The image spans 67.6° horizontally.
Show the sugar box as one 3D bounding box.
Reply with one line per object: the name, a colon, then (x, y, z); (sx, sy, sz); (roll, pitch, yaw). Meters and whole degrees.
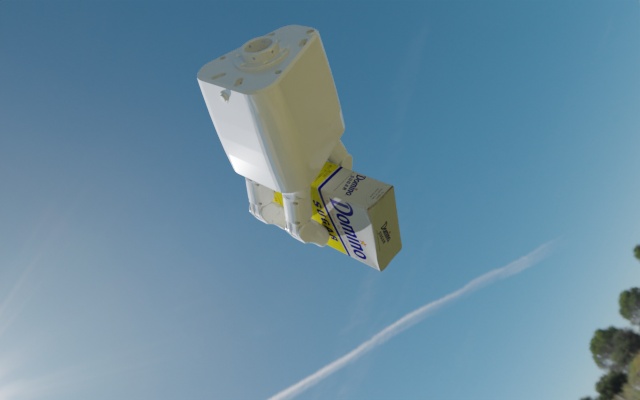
sugar box: (0.000, 0.002, 0.514); (0.176, 0.093, 0.048); (25, 56, 37)
